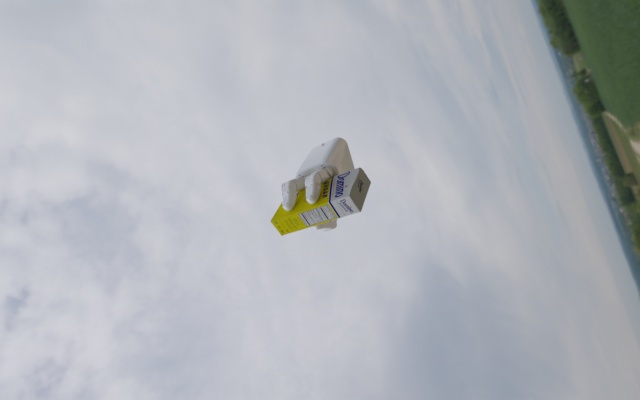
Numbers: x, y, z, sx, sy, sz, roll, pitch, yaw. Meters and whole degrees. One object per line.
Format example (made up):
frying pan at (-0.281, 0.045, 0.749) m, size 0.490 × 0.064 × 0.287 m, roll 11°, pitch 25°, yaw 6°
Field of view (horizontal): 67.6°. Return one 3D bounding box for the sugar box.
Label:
sugar box at (0.000, 0.002, 0.874) m, size 0.176 × 0.048 × 0.093 m, roll -22°, pitch 27°, yaw 31°
